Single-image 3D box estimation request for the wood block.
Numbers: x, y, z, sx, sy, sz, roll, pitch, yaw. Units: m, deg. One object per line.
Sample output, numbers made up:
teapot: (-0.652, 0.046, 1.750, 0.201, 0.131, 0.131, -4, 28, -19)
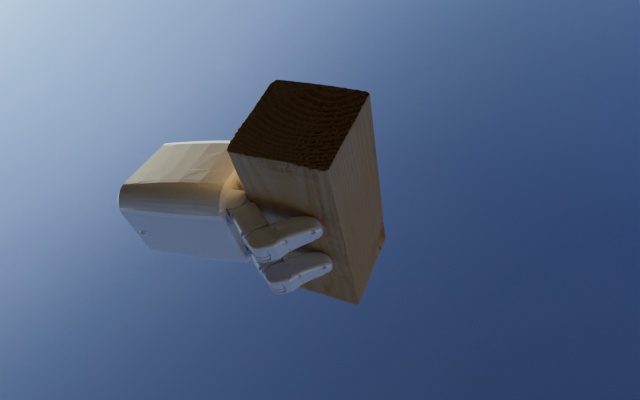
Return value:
wood block: (0.000, 0.001, 0.448, 0.090, 0.090, 0.206, 13, -34, 21)
